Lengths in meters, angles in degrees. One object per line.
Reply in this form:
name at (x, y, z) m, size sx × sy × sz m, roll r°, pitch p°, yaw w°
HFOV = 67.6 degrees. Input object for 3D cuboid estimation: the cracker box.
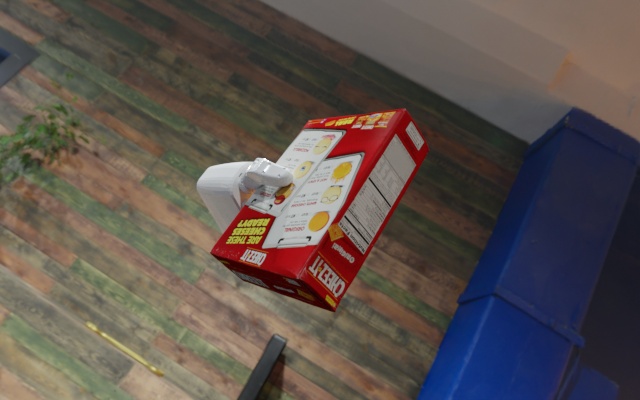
cracker box at (0.000, 0.001, 0.528) m, size 0.164 × 0.213 × 0.072 m, roll 5°, pitch -35°, yaw 50°
